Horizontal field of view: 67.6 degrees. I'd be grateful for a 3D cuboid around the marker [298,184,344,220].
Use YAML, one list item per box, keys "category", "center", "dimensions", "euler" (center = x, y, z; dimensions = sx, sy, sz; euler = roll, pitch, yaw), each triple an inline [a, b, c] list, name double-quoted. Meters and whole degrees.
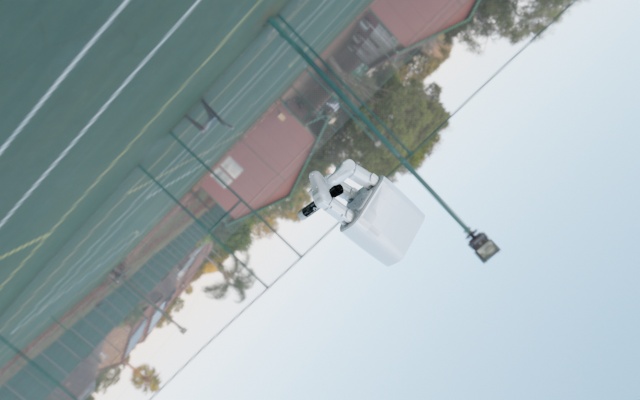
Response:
- category: "marker"
  center: [0.000, 0.003, 0.789]
  dimensions: [0.020, 0.020, 0.121]
  euler: [0, -23, -35]
